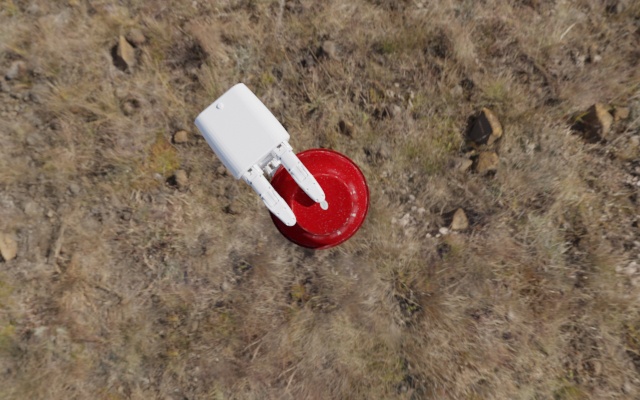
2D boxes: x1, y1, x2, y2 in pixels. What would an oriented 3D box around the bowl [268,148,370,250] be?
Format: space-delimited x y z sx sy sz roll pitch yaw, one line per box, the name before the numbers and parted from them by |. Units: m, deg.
bowl | 0.001 0.003 0.727 0.162 0.162 0.055 0 9 -6
